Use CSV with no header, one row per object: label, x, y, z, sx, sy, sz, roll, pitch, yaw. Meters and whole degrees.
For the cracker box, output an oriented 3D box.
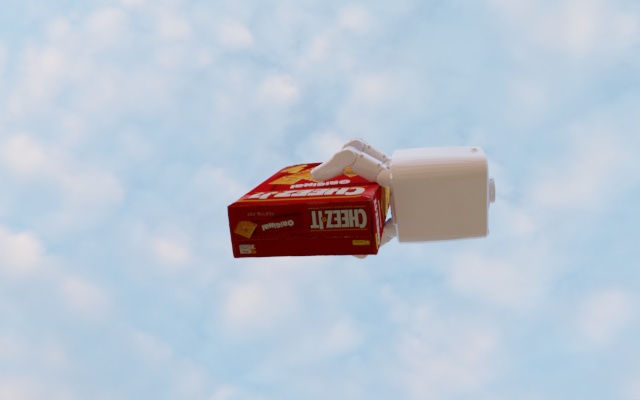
cracker box,0.000,0.002,0.606,0.164,0.072,0.213,-3,14,14
